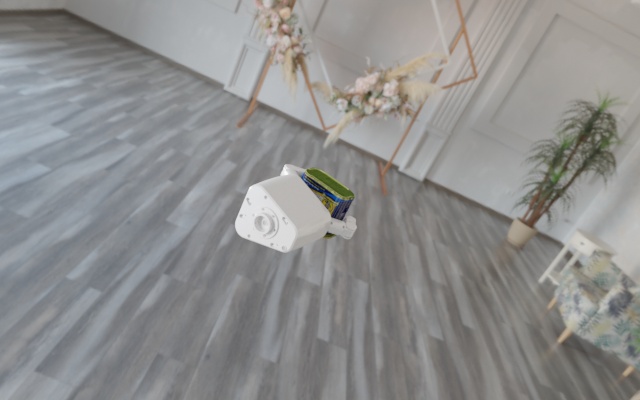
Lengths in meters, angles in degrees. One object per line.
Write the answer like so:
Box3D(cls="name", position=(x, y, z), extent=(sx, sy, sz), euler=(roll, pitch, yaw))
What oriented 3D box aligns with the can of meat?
Box3D(cls="can of meat", position=(0.000, 0.002, 0.833), extent=(0.102, 0.084, 0.057), euler=(36, 24, 21))
